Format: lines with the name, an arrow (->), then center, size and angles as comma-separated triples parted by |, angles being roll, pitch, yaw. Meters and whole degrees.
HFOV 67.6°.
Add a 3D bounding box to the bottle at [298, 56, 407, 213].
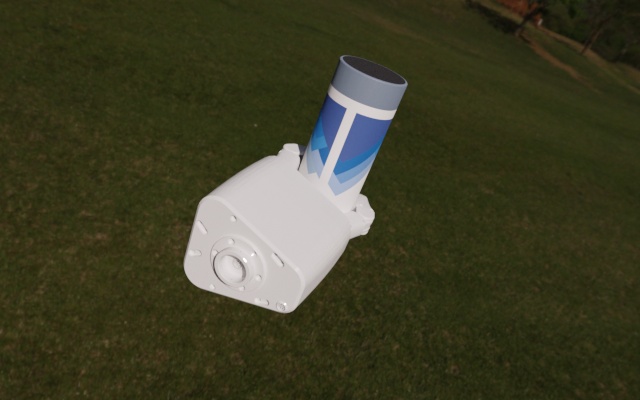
bottle -> 0.000, 0.001, 0.504 | 0.069, 0.296, 0.069 | 17, 28, -9
